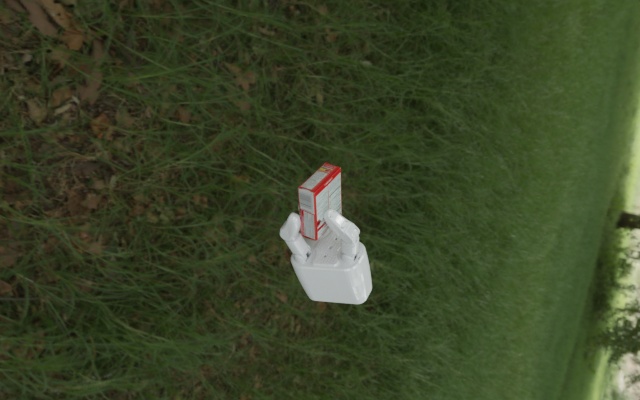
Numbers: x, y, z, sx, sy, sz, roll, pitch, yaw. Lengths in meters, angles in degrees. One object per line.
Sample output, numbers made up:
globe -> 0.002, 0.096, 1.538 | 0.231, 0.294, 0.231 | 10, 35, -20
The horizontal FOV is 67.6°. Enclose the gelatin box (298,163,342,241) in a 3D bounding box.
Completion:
gelatin box -> 0.000, 0.002, 0.686 | 0.030, 0.089, 0.073 | 19, 42, 26
